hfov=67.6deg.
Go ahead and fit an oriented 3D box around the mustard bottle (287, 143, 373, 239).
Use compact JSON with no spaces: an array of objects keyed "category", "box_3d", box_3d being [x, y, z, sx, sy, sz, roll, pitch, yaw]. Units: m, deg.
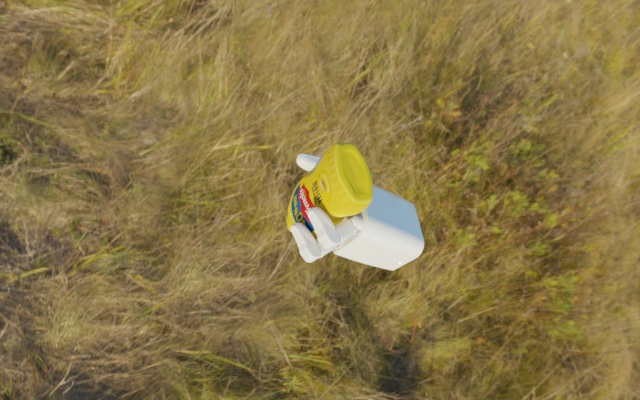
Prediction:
[{"category":"mustard bottle","box_3d":[0.000,0.002,0.704,0.058,0.096,0.192,-3,-24,-33]}]
